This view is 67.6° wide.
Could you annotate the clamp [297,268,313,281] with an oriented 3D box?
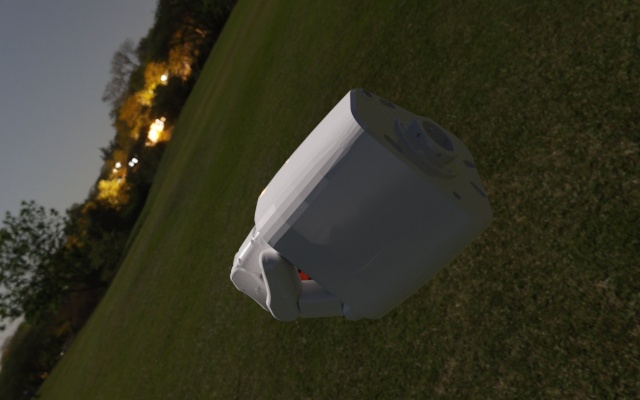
[{"bbox_3d":[-0.001,0.001,0.418,0.039,0.171,0.120,28,-54,-20],"label":"clamp"}]
